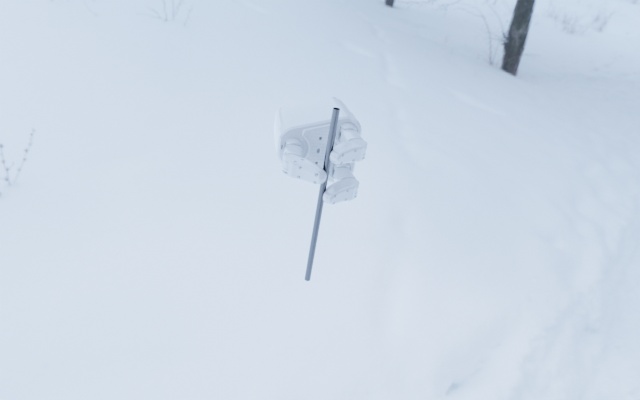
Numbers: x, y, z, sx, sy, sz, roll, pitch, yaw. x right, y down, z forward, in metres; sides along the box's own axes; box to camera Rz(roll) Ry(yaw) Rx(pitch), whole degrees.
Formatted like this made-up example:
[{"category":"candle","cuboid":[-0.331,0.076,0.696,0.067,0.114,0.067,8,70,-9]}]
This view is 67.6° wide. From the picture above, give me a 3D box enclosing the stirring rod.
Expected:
[{"category":"stirring rod","cuboid":[0.000,0.002,0.591,0.011,0.240,0.011,8,28,-4]}]
